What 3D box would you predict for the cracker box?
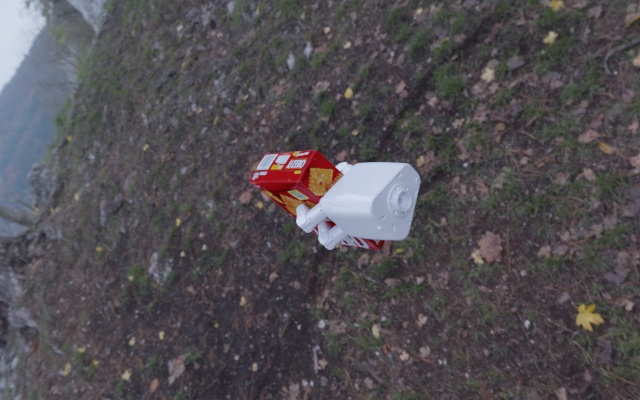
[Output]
[{"bbox_3d":[0.000,0.003,0.846,0.214,0.072,0.164,41,-22,-31],"label":"cracker box"}]
